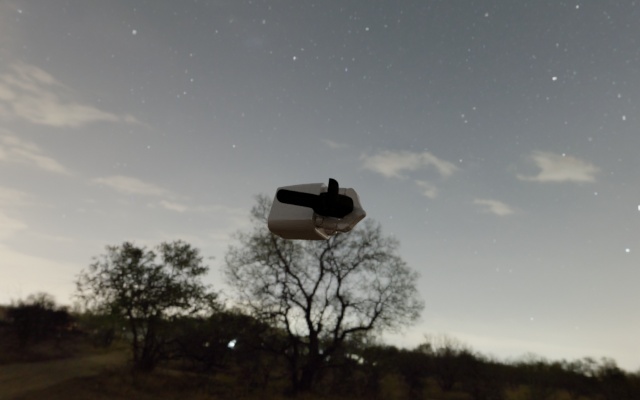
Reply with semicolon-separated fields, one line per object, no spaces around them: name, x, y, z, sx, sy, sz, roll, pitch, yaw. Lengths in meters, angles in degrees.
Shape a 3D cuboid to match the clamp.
clamp;0.000;0.002;0.884;0.120;0.039;0.171;-2;-20;22
